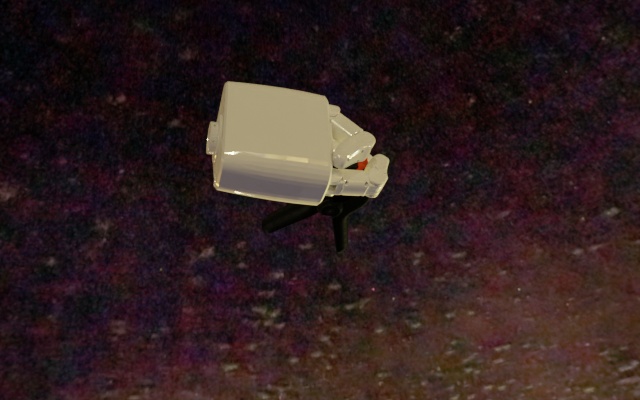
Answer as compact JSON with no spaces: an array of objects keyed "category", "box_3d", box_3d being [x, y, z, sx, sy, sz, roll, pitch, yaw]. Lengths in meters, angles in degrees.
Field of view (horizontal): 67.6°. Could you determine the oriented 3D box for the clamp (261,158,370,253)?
[{"category":"clamp","box_3d":[0.000,0.002,0.581,0.120,0.039,0.172,6,-45,-18]}]
